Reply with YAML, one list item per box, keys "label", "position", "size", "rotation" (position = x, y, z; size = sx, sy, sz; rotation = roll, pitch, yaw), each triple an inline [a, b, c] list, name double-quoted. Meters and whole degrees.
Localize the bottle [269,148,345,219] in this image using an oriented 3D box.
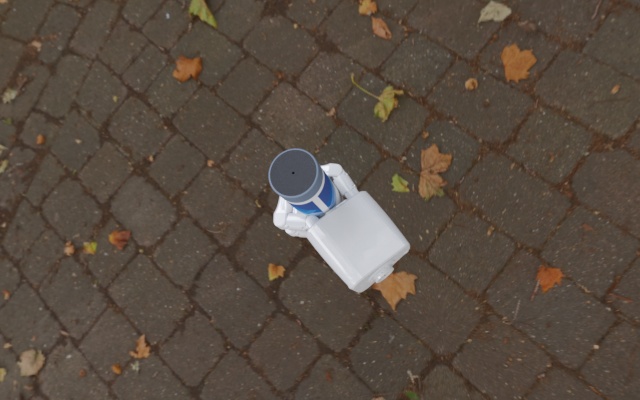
- label: "bottle"
  position: [0.000, 0.002, 0.741]
  size: [0.069, 0.069, 0.296]
  rotation: [0, -15, 14]
